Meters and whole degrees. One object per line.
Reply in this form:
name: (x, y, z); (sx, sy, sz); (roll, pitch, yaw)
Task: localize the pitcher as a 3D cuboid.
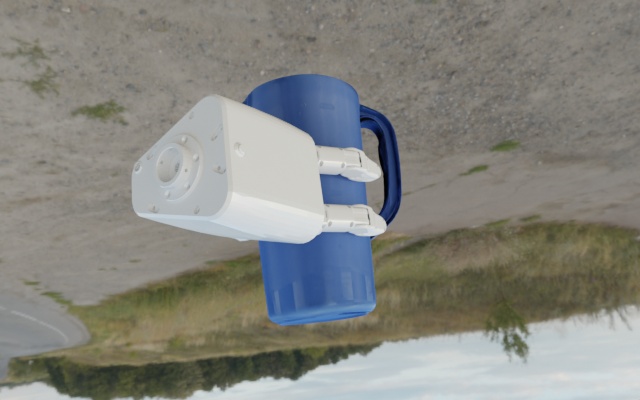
pitcher: (0.000, 0.002, 0.507); (0.149, 0.242, 0.145); (-16, -19, 28)
